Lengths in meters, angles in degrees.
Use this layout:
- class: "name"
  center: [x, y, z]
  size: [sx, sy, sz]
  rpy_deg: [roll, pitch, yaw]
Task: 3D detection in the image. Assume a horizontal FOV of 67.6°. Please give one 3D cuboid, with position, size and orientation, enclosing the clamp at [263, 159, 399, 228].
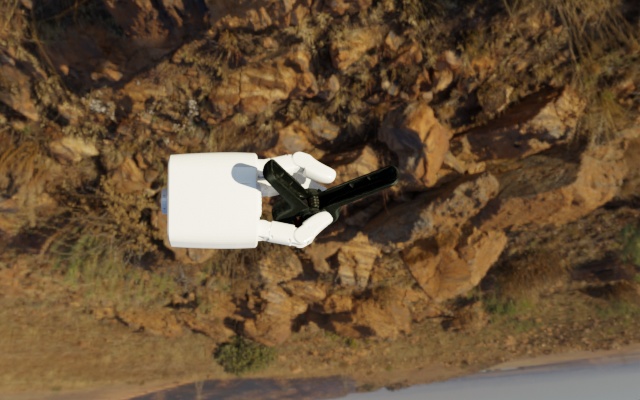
- class: "clamp"
  center: [0.000, 0.003, 0.627]
  size: [0.164, 0.036, 0.210]
  rpy_deg: [0, -23, -11]
